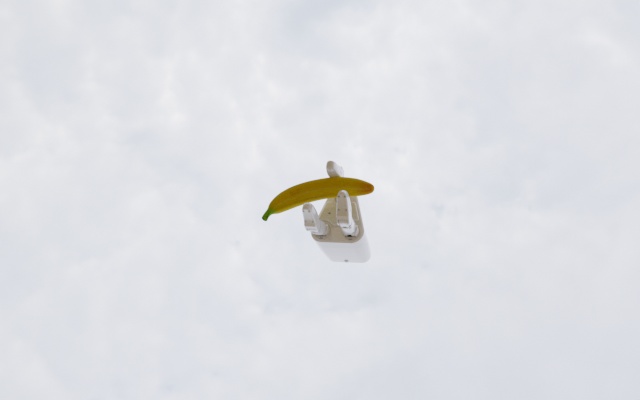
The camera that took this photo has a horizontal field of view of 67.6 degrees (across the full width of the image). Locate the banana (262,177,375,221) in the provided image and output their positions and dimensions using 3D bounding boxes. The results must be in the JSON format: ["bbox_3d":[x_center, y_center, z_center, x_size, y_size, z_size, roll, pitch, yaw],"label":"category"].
[{"bbox_3d":[-0.007,-0.009,0.834,0.198,0.037,0.069,-17,44,1],"label":"banana"}]
